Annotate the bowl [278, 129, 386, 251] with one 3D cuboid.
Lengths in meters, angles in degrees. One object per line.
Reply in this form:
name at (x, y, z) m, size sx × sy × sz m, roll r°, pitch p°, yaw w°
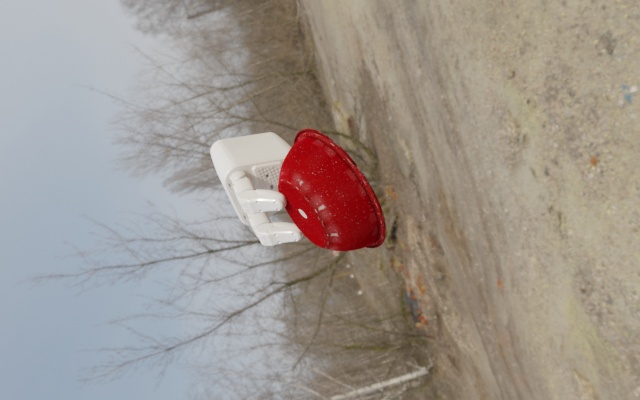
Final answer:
bowl at (0.000, 0.002, 0.543) m, size 0.055 × 0.162 × 0.162 m, roll -35°, pitch 14°, yaw -20°
